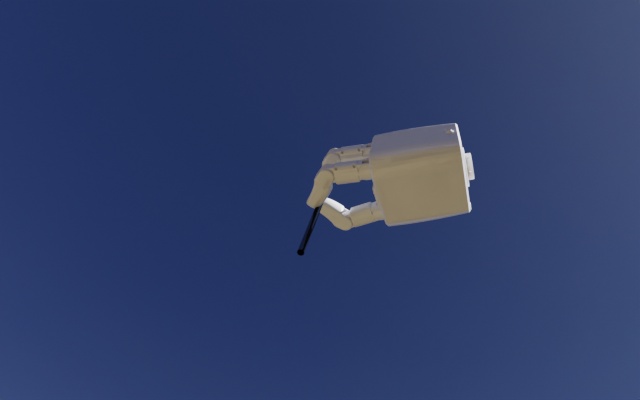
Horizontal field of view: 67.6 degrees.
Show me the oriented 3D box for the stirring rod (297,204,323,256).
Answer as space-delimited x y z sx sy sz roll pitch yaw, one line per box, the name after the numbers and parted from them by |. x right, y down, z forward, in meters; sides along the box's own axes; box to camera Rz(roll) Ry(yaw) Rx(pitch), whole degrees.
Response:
0.000 0.002 0.618 0.011 0.011 0.239 0 27 12 | stirring rod
